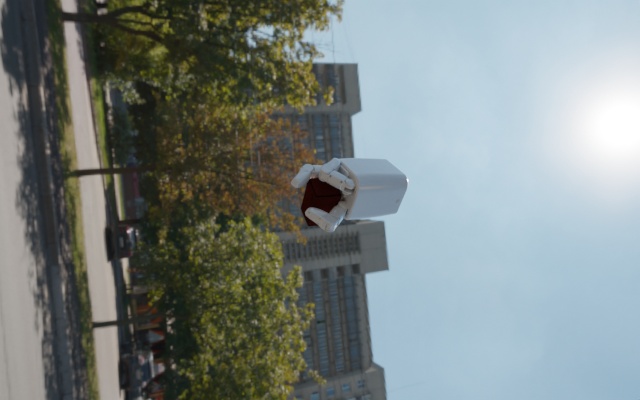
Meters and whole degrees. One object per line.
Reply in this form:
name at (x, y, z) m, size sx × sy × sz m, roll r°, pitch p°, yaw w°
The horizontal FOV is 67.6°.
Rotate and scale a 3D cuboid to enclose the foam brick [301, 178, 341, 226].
foam brick at (0.000, 0.003, 0.892) m, size 0.051 × 0.078 × 0.053 m, roll -3°, pitch 45°, yaw -21°
